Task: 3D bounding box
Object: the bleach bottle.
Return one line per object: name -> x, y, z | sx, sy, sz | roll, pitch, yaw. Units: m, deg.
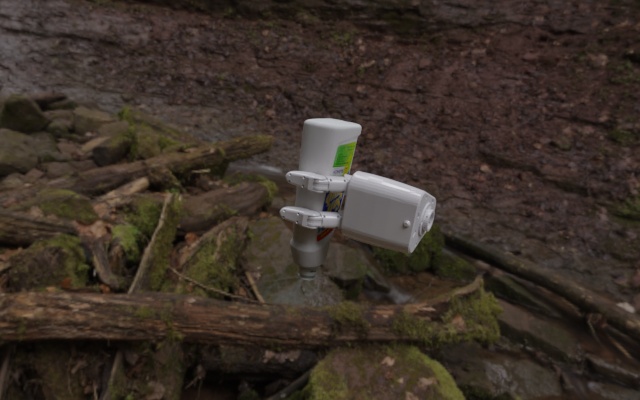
bleach bottle -> 0.000, 0.002, 0.745 | 0.068, 0.251, 0.102 | 17, 18, 25
